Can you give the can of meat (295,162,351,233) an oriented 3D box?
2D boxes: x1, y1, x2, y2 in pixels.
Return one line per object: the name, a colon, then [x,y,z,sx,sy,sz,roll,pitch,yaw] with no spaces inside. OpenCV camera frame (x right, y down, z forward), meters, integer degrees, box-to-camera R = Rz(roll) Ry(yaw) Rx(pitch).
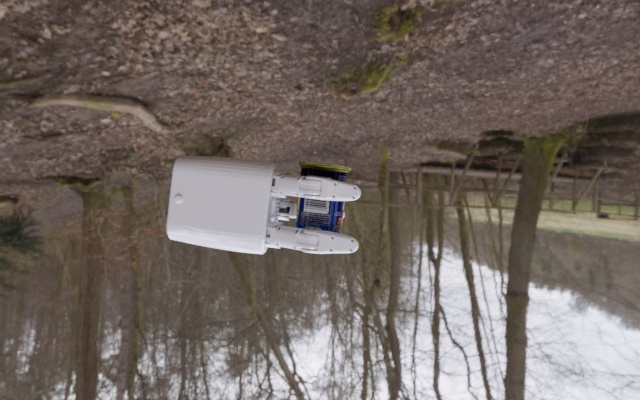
can of meat: [0.000,0.002,0.551,0.057,0.084,0.102,7,1,-1]
